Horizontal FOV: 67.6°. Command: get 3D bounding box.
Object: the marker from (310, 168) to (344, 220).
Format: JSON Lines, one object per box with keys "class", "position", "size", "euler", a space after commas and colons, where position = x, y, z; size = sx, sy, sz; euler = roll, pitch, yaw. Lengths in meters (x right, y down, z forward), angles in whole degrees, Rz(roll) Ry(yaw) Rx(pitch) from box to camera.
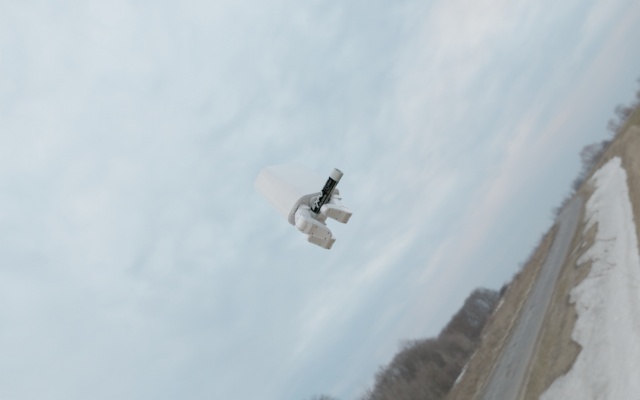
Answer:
{"class": "marker", "position": [0.000, 0.003, 0.779], "size": [0.020, 0.121, 0.020], "euler": [28, 15, -8]}
